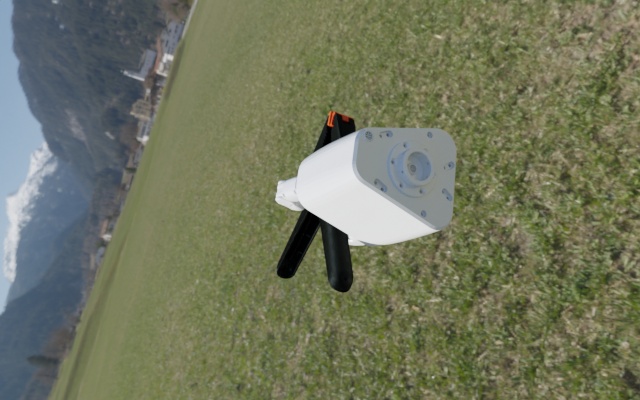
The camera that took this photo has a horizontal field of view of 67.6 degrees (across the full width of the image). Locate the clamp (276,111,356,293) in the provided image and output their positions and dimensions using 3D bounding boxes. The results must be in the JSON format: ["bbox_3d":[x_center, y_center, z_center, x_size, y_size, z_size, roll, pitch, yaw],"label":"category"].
[{"bbox_3d":[0.000,0.001,0.556,0.036,0.210,0.164,16,-17,-25],"label":"clamp"}]
